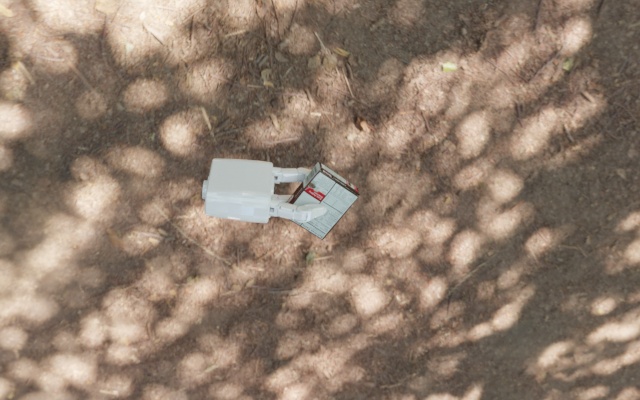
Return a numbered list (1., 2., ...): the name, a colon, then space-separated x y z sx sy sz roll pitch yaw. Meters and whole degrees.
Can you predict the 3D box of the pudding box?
1. pudding box: 0.000 0.003 0.842 0.090 0.113 0.039 32 22 -19
